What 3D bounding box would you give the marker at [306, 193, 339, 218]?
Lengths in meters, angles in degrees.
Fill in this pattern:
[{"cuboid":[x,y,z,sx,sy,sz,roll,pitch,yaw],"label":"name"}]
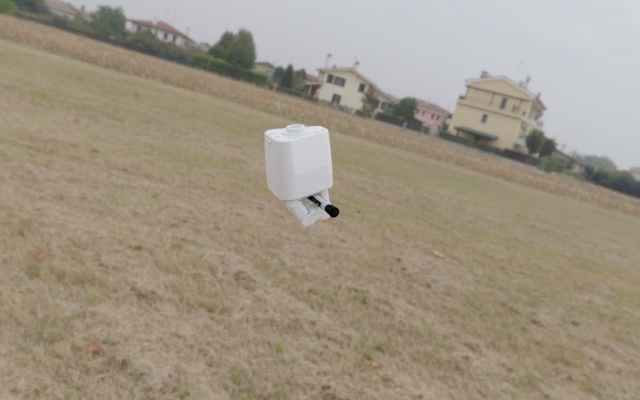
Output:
[{"cuboid":[0.000,0.003,0.834,0.020,0.020,0.121,0,18,-26],"label":"marker"}]
